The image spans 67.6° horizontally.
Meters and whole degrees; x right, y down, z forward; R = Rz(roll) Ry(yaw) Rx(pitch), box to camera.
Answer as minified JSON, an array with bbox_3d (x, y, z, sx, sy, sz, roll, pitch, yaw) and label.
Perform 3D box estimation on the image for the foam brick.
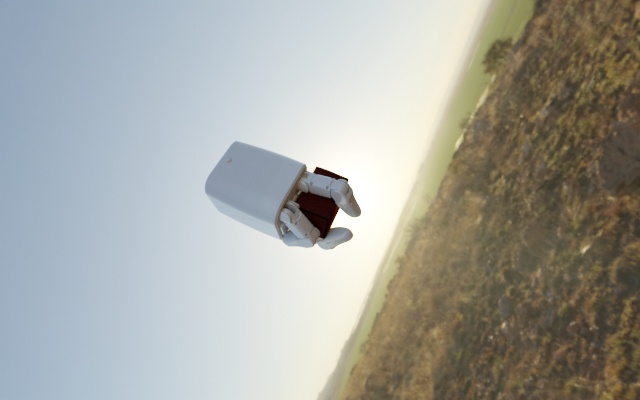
[{"bbox_3d":[0.000,0.002,0.656,0.051,0.078,0.053,22,-35,9],"label":"foam brick"}]
